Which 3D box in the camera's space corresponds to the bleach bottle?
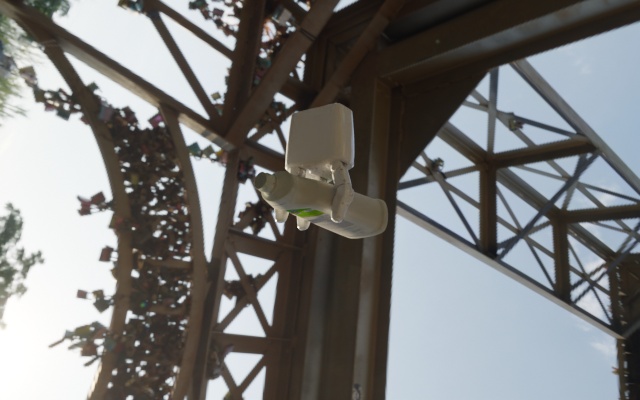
[{"bbox_3d":[0.000,0.003,0.801,0.102,0.068,0.251,-16,-27,40],"label":"bleach bottle"}]
